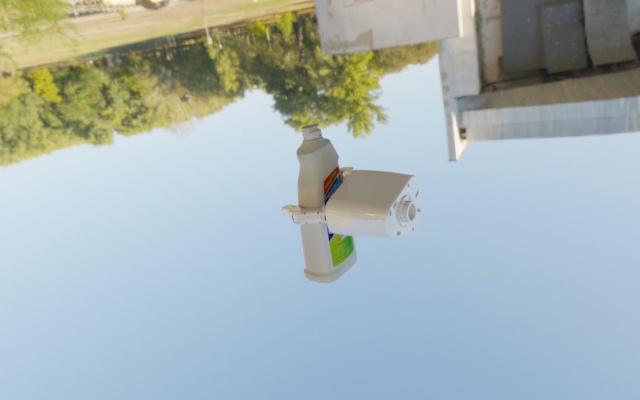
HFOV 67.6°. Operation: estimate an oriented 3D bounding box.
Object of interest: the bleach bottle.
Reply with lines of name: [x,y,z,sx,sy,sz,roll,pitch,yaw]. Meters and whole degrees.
bleach bottle: [0.000,0.003,0.785,0.068,0.251,0.102,6,25,37]
